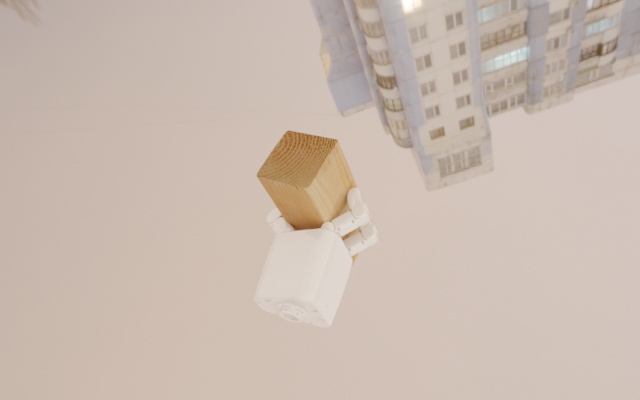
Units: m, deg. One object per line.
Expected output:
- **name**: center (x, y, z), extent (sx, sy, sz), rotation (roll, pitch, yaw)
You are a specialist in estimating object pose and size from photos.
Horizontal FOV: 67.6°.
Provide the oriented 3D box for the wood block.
- **wood block**: center (0.000, 0.003, 0.718), extent (0.091, 0.090, 0.206), rotation (15, -29, 31)
